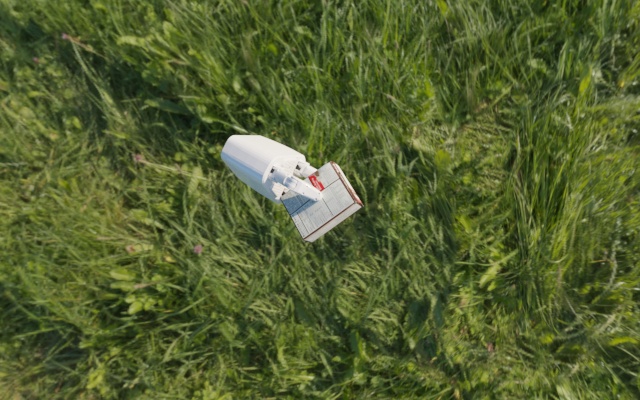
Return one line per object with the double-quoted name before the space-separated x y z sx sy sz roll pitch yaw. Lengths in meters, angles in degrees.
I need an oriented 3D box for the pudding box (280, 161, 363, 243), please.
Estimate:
"pudding box" 0.000 0.003 0.793 0.113 0.090 0.039 -36 -21 15
